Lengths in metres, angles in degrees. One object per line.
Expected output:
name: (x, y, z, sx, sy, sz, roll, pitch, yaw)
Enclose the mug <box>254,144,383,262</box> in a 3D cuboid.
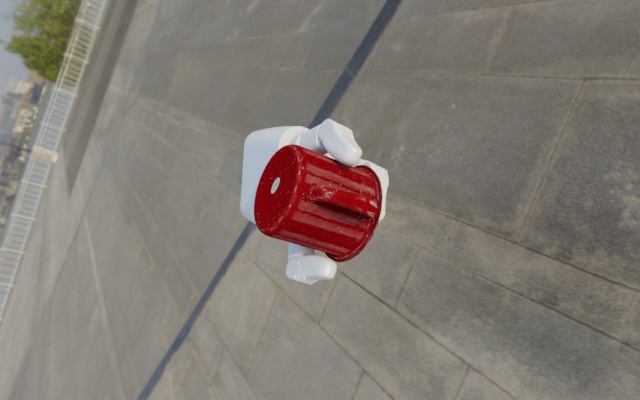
mug: (0.001, 0.001, 0.410, 0.081, 0.093, 0.117, 19, -5, -30)
